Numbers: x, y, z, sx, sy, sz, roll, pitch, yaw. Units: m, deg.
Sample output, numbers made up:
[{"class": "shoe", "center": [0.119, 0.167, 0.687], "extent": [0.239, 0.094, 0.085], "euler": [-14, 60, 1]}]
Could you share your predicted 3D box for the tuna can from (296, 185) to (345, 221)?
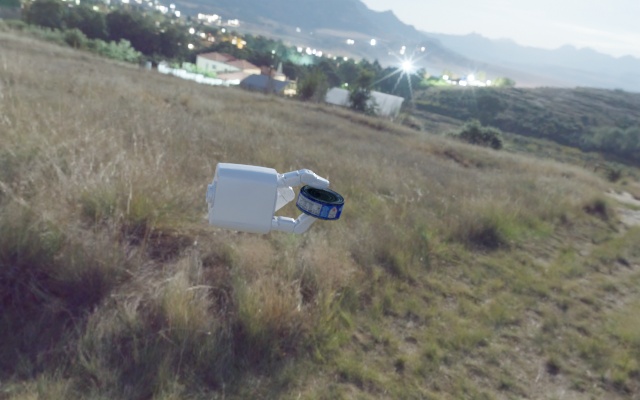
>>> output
[{"class": "tuna can", "center": [0.000, 0.002, 0.873], "extent": [0.086, 0.034, 0.086], "euler": [16, 19, -6]}]
